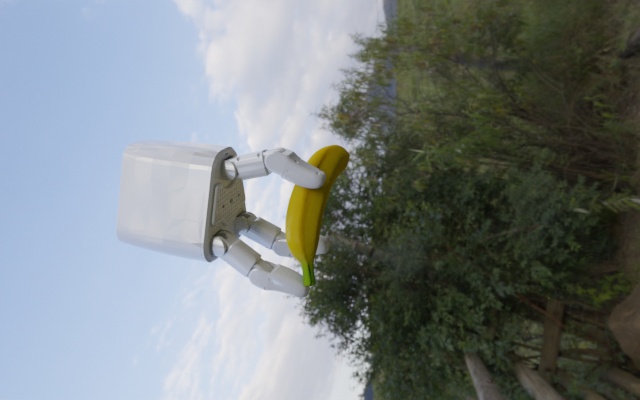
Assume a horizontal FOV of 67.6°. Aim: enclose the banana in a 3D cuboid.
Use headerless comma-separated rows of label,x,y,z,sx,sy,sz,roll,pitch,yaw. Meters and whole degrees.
banana,-0.003,-0.009,0.503,0.037,0.070,0.197,6,46,14
